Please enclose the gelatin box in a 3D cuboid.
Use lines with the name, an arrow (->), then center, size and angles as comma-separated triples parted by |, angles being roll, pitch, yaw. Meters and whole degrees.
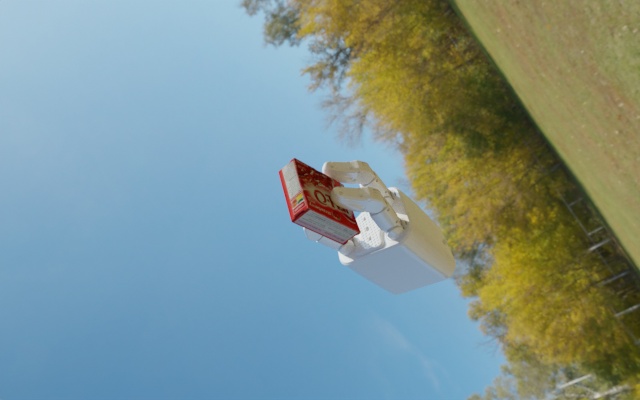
gelatin box -> 0.000, 0.002, 0.529 | 0.030, 0.073, 0.089 | -39, -43, 25
